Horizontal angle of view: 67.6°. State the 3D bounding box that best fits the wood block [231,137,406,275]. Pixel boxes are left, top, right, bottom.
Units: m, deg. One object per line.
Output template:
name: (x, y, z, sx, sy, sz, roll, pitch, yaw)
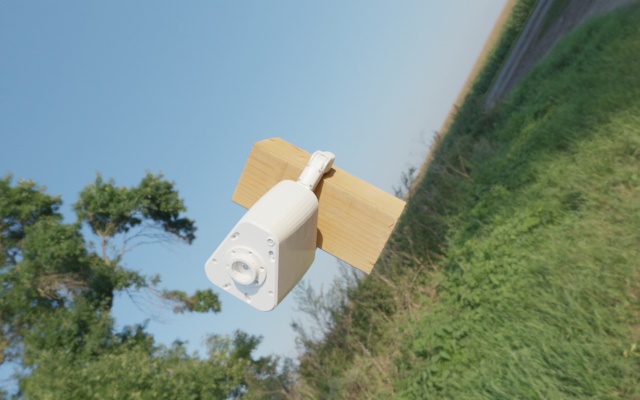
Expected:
wood block: (0.000, 0.002, 0.644, 0.206, 0.091, 0.090, 28, 17, 9)
